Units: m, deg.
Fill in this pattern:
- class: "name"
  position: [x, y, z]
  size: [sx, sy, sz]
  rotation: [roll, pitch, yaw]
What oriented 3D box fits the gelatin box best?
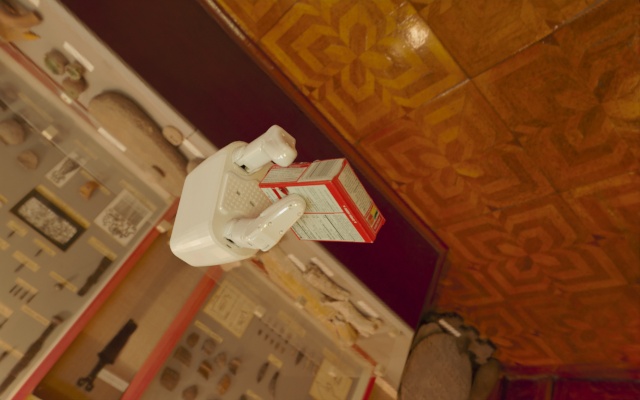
- class: "gelatin box"
  position: [0.000, 0.002, 0.410]
  size: [0.089, 0.030, 0.073]
  rotation: [-1, -45, 43]
